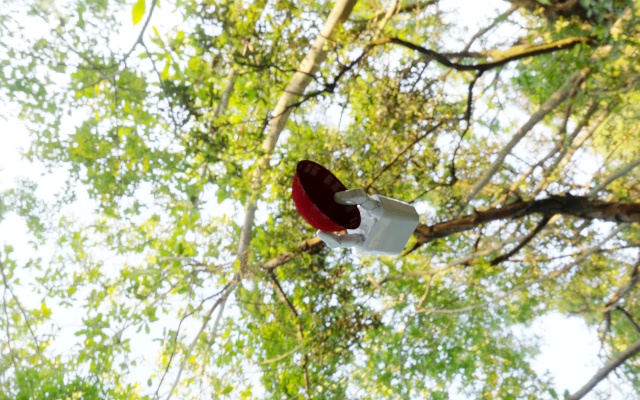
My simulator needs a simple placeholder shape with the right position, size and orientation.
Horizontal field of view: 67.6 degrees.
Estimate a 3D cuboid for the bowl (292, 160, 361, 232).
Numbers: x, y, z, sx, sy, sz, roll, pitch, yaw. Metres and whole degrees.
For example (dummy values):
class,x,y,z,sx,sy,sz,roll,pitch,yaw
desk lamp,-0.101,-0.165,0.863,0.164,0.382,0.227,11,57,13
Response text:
class,x,y,z,sx,sy,sz,roll,pitch,yaw
bowl,-0.001,0.003,0.880,0.055,0.162,0.162,-42,-20,24
